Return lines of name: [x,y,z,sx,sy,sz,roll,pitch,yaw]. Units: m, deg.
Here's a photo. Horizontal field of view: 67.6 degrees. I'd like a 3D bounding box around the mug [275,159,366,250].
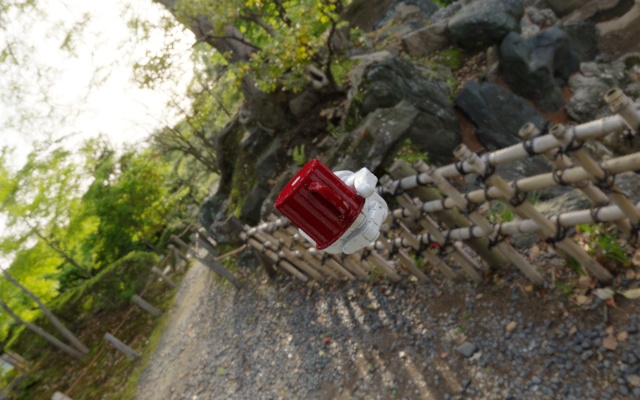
mug: [0.000,0.002,0.594,0.081,0.093,0.117,41,-11,-11]
